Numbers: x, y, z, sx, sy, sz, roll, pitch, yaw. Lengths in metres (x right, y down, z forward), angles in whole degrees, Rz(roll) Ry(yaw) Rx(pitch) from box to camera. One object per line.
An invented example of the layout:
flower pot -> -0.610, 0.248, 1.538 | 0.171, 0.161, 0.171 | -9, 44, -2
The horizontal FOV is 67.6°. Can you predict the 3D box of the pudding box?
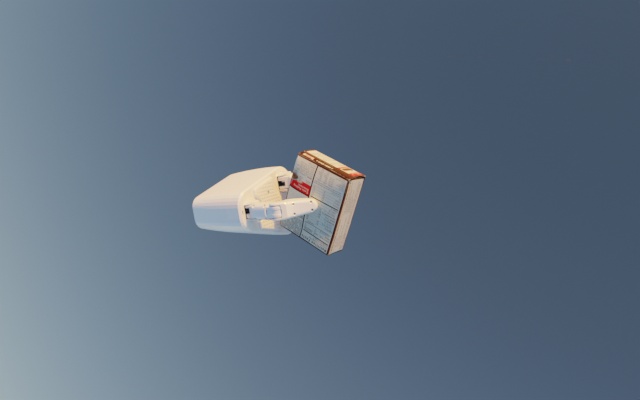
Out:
pudding box -> 0.000, 0.002, 0.624 | 0.090, 0.113, 0.039 | 30, 29, 29
